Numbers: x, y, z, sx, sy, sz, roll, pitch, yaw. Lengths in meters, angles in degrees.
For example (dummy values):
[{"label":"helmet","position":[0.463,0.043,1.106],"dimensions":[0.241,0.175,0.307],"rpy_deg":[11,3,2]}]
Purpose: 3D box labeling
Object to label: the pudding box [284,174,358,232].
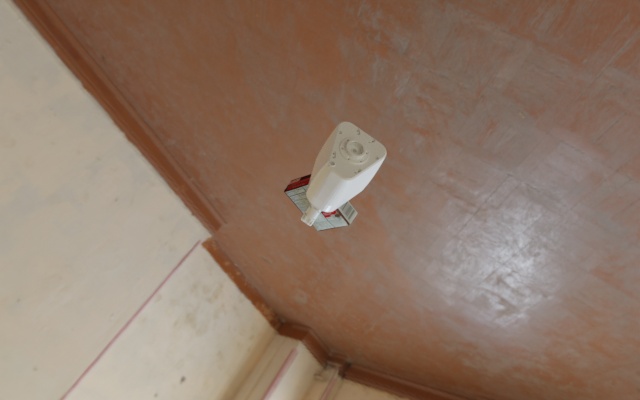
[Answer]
[{"label":"pudding box","position":[0.000,0.003,0.882],"dimensions":[0.090,0.113,0.039],"rpy_deg":[-13,32,47]}]
